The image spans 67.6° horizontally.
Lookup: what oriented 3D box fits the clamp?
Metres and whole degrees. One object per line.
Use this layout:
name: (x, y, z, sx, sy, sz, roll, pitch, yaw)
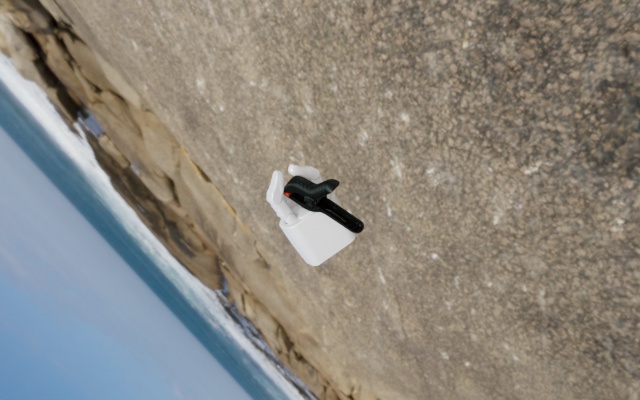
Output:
clamp: (0.000, 0.003, 0.823, 0.039, 0.120, 0.171, -43, 30, -22)
